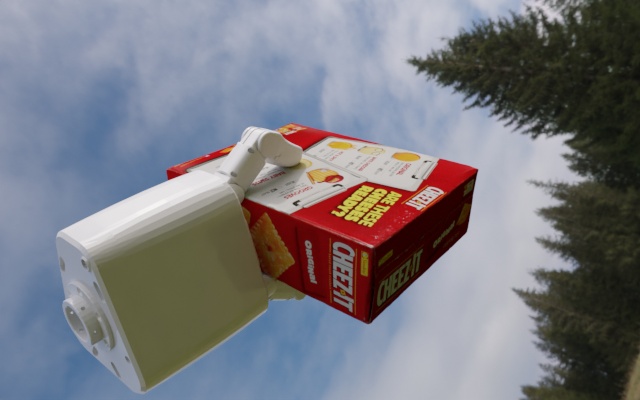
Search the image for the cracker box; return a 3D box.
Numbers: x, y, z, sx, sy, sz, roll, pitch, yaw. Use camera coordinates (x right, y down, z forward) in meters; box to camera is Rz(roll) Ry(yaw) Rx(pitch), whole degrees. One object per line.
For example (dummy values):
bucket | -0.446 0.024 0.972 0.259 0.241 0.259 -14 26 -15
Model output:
cracker box | 0.000 0.001 0.417 0.213 0.072 0.164 20 33 34
